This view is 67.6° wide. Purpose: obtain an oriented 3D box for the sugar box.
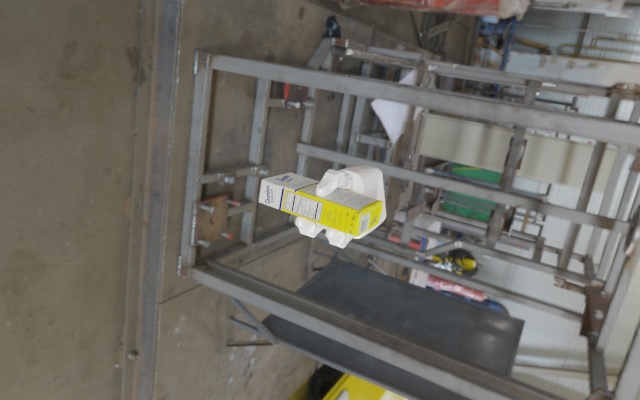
[{"bbox_3d":[0.000,0.003,0.757,0.176,0.048,0.093,16,17,25],"label":"sugar box"}]
